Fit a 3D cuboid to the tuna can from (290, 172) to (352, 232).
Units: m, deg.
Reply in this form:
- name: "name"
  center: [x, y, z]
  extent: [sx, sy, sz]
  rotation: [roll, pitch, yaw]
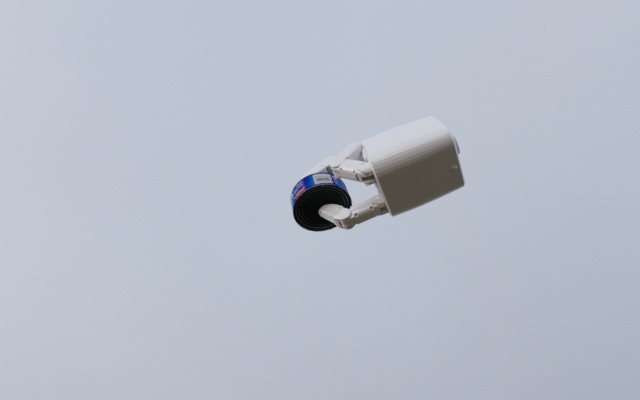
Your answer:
- name: "tuna can"
  center: [0.000, 0.002, 0.687]
  extent: [0.086, 0.086, 0.033]
  rotation: [0, 38, -14]
